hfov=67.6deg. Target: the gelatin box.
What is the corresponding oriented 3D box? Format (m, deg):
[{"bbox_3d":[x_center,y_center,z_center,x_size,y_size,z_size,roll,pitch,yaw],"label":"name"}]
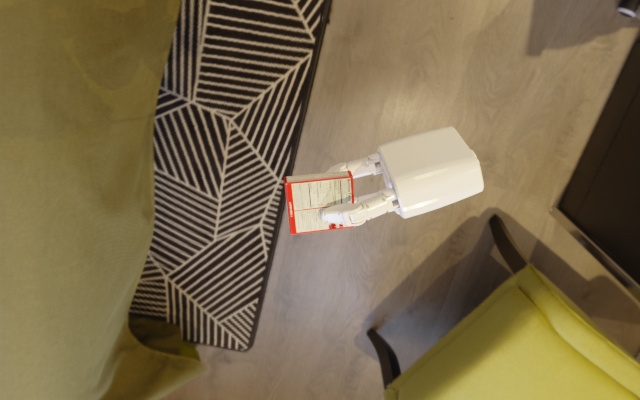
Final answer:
[{"bbox_3d":[0.000,0.002,0.626,0.089,0.073,0.030,-7,22,-5],"label":"gelatin box"}]
